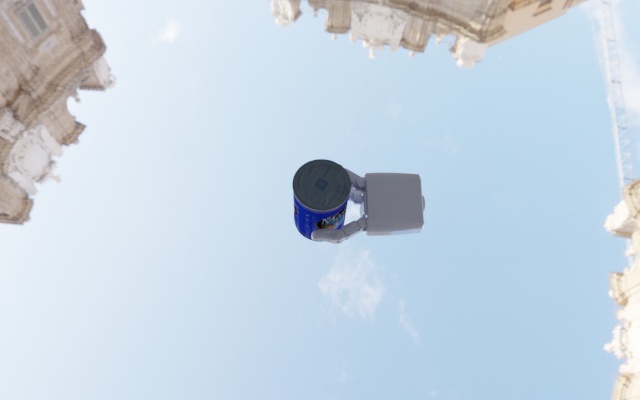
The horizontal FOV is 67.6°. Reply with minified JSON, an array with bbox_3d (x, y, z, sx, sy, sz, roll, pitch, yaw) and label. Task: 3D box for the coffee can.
[{"bbox_3d":[0.000,0.003,0.888,0.103,0.102,0.140,0,-27,-2],"label":"coffee can"}]
